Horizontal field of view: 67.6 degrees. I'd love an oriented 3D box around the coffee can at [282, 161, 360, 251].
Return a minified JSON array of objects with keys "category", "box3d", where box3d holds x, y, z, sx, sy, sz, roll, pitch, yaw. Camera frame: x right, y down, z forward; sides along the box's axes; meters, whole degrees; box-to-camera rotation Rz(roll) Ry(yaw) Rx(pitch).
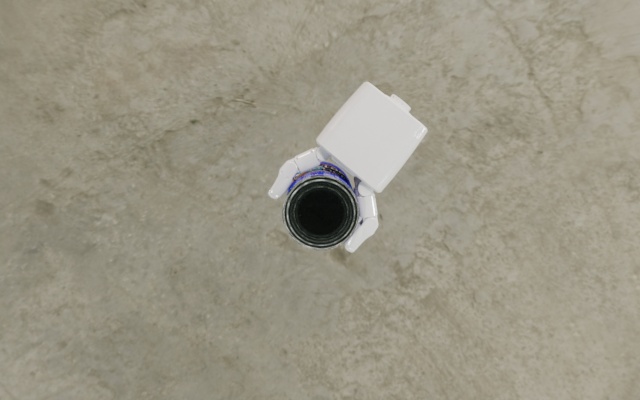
[{"category":"coffee can","box3d":[0.000,0.002,0.693,0.103,0.103,0.140,0,13,-1]}]
